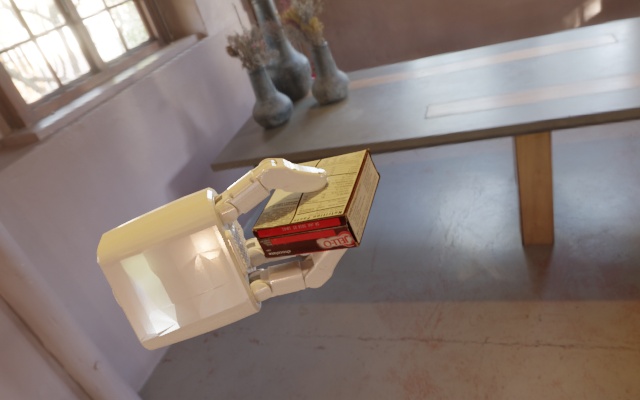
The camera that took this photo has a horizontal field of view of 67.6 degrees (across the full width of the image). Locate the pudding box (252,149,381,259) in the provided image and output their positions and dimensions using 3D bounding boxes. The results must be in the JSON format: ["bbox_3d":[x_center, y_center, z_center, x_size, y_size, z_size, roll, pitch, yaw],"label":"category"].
[{"bbox_3d":[0.000,0.001,0.438,0.090,0.039,0.113,-9,33,24],"label":"pudding box"}]
